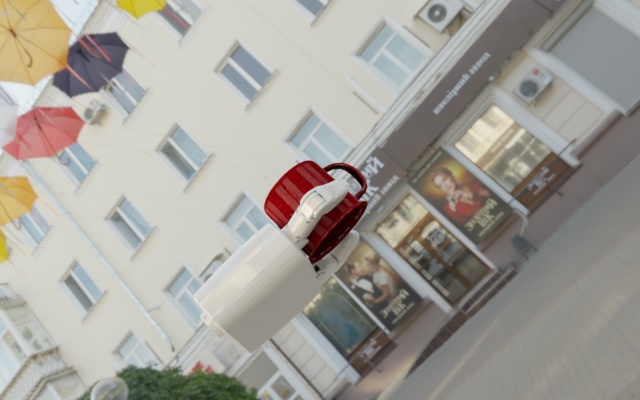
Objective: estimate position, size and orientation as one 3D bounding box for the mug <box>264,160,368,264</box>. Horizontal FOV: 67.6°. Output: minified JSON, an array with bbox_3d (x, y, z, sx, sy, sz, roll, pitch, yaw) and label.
[{"bbox_3d":[0.001,0.001,0.534,0.117,0.081,0.093,-43,-15,-15],"label":"mug"}]
